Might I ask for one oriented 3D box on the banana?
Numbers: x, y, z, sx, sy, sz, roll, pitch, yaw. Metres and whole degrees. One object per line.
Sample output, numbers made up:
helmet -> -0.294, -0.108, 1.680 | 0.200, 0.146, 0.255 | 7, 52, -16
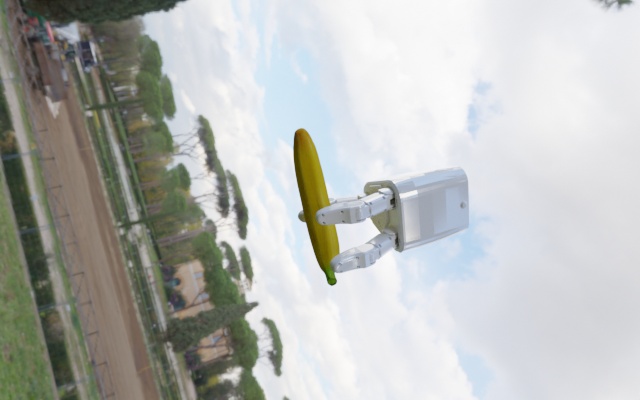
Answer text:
banana -> -0.003, 0.008, 0.613 | 0.037, 0.198, 0.069 | -13, -4, -12
